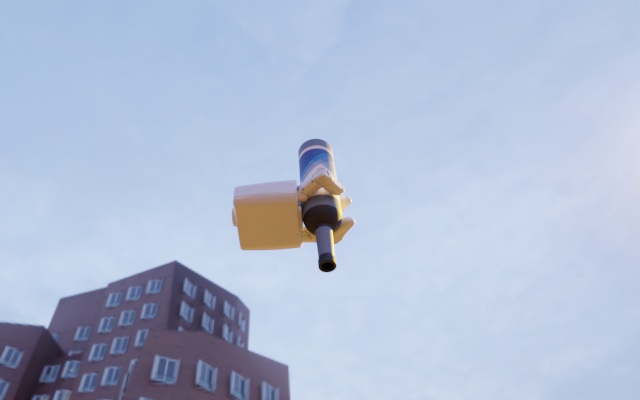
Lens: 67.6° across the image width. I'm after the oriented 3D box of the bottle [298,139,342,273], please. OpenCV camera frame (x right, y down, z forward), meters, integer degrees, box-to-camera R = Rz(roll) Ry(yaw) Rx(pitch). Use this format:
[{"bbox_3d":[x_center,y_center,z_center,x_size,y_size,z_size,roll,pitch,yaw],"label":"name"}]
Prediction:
[{"bbox_3d":[0.000,0.002,0.820,0.069,0.069,0.295,0,41,-5],"label":"bottle"}]
